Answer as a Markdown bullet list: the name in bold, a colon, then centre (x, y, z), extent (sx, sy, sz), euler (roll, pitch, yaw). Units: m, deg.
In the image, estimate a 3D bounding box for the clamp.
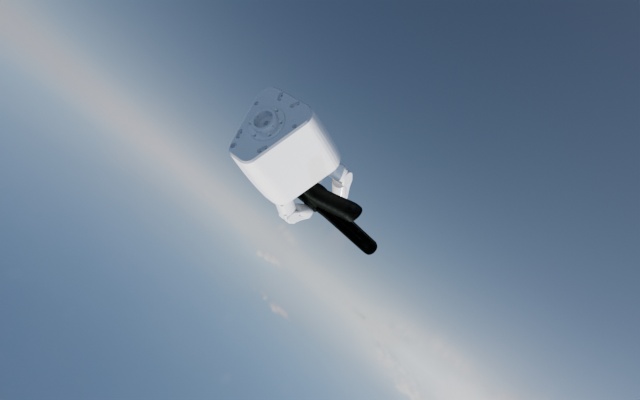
- **clamp**: centre (-0.001, 0.003, 0.724), extent (0.210, 0.036, 0.165), euler (35, -12, 32)
